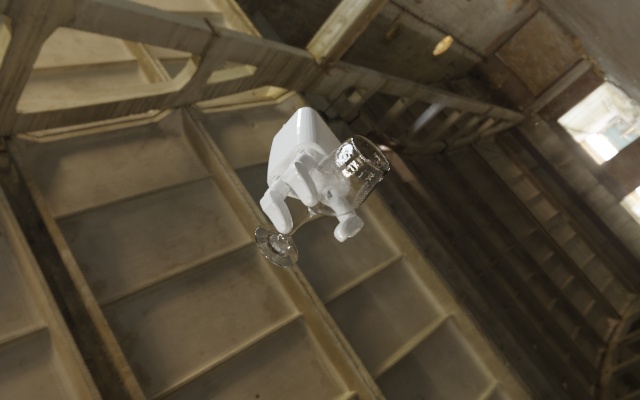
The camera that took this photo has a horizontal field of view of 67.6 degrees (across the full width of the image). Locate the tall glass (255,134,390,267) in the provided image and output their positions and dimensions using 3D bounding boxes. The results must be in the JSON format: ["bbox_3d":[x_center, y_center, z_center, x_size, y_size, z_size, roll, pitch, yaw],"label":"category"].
[{"bbox_3d":[0.000,0.003,0.630,0.201,0.079,0.079,-44,-25,29],"label":"tall glass"}]
